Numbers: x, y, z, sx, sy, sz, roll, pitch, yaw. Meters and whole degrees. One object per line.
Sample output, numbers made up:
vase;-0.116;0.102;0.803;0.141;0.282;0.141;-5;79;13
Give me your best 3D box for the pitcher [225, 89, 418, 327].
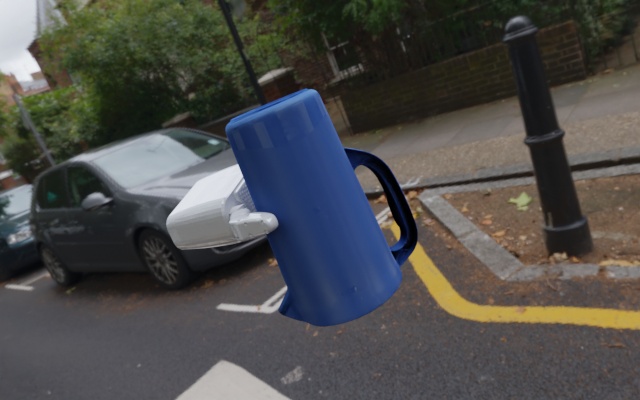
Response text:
pitcher;0.000;0.002;0.538;0.145;0.243;0.149;-13;17;34
